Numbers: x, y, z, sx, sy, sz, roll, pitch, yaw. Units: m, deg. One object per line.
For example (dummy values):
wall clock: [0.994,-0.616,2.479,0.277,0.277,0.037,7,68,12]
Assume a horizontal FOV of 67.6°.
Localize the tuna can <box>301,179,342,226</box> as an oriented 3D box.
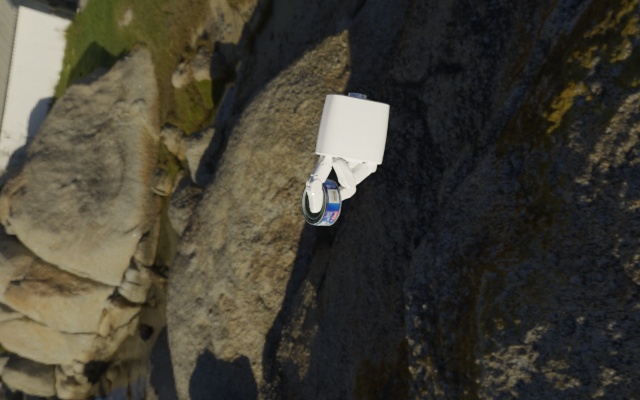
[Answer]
tuna can: [0.000,0.003,0.869,0.034,0.086,0.086,2,-1,-34]
